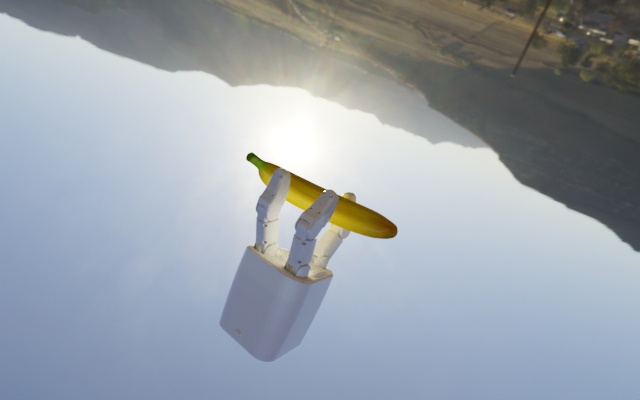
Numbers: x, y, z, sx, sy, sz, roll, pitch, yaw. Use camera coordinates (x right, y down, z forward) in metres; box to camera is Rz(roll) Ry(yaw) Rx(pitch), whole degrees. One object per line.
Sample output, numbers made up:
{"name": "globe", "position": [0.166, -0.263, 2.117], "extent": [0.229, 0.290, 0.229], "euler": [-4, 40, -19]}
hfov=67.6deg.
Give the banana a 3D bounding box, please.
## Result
{"name": "banana", "position": [0.001, 0.002, 0.573], "extent": [0.198, 0.037, 0.069], "euler": [26, 0, 12]}
